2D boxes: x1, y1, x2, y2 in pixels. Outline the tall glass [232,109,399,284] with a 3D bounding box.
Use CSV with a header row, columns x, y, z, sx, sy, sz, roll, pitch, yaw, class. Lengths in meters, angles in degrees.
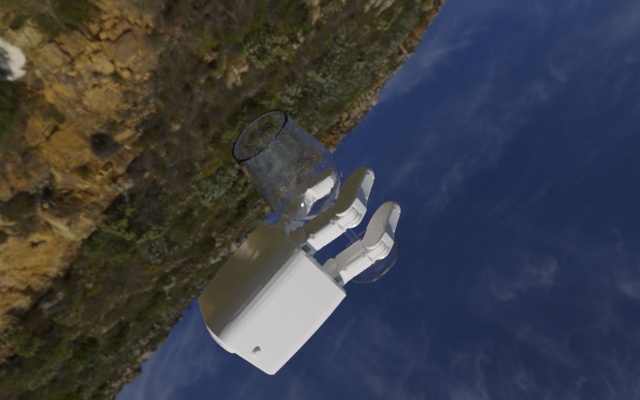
x,y,z,sx,sy,sz,roll,pitch,yaw,class
0.001,0.002,0.478,0.079,0.079,0.201,0,-37,43,tall glass
